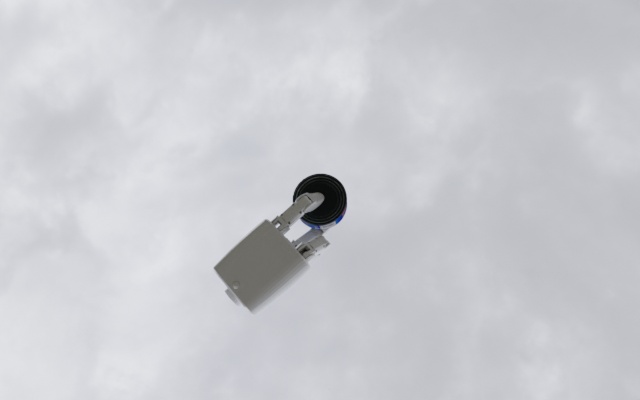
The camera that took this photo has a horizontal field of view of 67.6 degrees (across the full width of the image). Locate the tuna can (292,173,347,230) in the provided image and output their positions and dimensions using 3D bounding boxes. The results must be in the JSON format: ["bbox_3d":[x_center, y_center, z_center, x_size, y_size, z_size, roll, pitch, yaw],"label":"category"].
[{"bbox_3d":[0.000,0.003,0.760,0.086,0.086,0.034,0,-18,5],"label":"tuna can"}]
